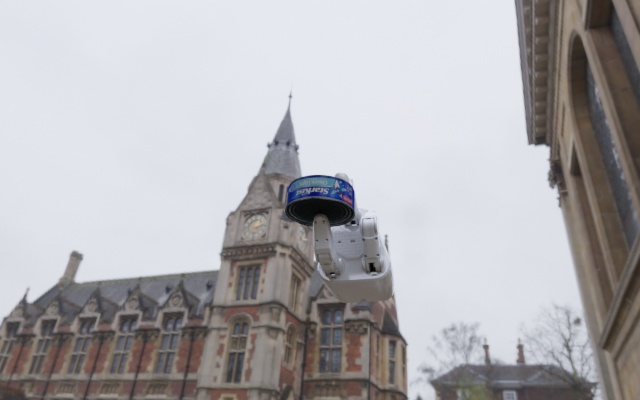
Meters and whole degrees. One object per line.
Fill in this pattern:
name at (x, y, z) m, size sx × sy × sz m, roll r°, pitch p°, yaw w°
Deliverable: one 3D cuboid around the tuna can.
tuna can at (0.000, 0.001, 0.590) m, size 0.086 × 0.033 × 0.086 m, roll 3°, pitch -26°, yaw 1°
